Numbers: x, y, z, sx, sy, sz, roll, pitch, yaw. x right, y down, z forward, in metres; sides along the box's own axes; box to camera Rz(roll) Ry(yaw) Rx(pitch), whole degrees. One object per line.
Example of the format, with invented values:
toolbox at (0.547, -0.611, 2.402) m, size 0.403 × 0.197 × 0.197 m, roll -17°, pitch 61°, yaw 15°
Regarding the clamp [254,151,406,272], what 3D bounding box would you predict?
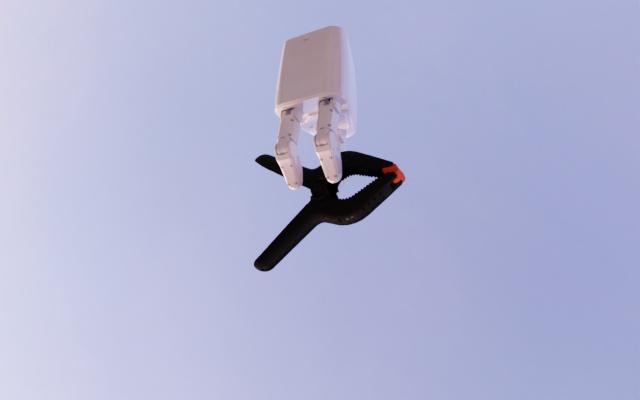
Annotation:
clamp at (0.001, 0.002, 0.589) m, size 0.210 × 0.164 × 0.036 m, roll -8°, pitch -24°, yaw 27°
